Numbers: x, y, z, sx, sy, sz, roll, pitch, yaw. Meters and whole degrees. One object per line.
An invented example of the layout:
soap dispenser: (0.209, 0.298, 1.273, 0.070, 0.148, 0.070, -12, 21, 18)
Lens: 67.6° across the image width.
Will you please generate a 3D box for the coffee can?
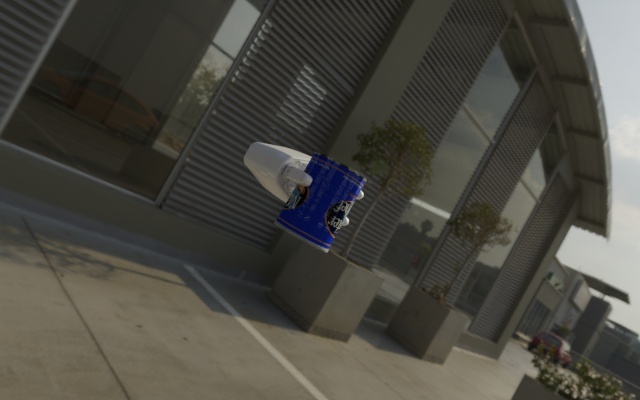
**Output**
coffee can: (0.000, 0.003, 0.808, 0.103, 0.140, 0.103, 29, -1, 1)
